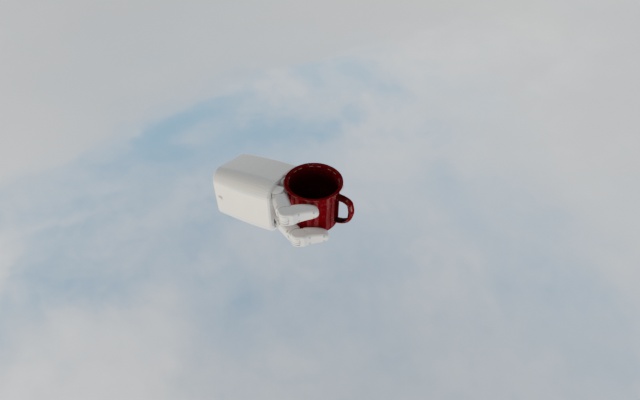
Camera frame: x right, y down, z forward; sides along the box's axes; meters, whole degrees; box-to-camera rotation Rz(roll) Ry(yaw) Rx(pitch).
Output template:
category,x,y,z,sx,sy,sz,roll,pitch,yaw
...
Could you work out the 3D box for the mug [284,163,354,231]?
category,x,y,z,sx,sy,sz,roll,pitch,yaw
mug,0.001,0.003,0.765,0.117,0.082,0.093,18,46,19
